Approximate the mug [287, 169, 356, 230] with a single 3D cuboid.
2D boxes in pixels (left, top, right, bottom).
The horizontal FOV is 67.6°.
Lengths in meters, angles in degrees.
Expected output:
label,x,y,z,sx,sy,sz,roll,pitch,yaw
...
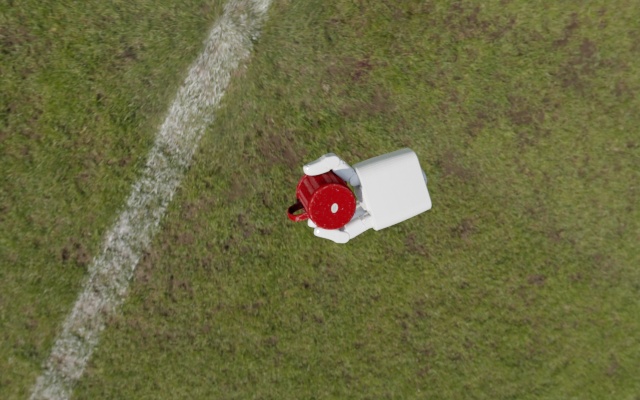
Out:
label,x,y,z,sx,sy,sz,roll,pitch,yaw
mug,-0.001,0.003,0.792,0.117,0.093,0.081,-21,23,-5
